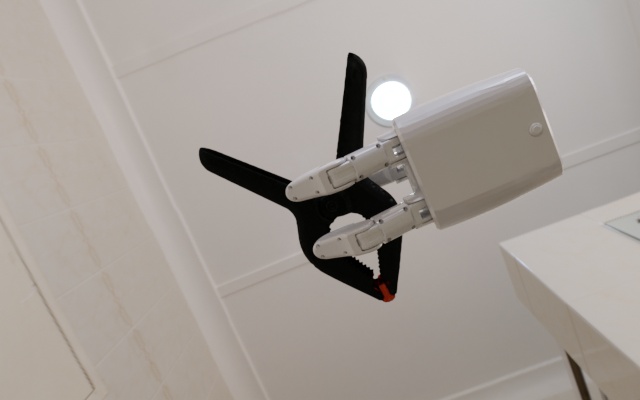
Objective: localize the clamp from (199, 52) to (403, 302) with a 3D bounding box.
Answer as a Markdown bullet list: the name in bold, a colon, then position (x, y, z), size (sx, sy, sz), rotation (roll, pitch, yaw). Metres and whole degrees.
- **clamp**: position (0.001, 0.002, 0.423), size (0.164, 0.210, 0.036), rotation (-23, 9, 11)
